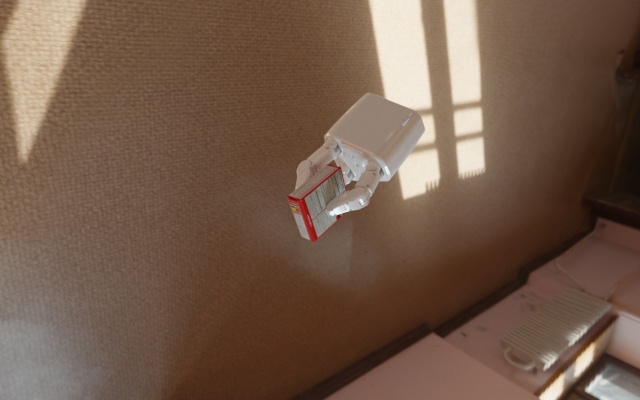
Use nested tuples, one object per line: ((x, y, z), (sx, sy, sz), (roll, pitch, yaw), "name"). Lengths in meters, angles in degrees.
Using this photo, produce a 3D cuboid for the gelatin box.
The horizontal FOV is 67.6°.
((0.000, 0.002, 0.672), (0.030, 0.073, 0.089), (16, 45, 40), "gelatin box")
